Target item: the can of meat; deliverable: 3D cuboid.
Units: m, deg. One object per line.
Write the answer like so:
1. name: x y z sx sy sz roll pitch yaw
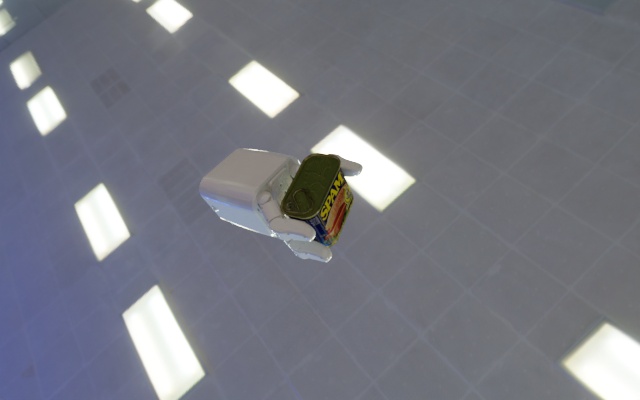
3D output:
1. can of meat: 0.000 0.002 0.644 0.057 0.102 0.084 10 -30 28
